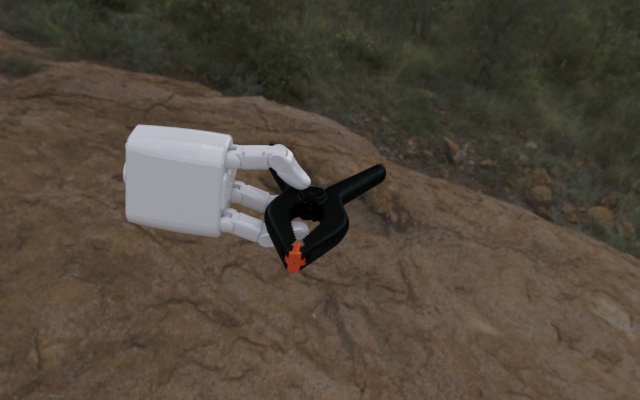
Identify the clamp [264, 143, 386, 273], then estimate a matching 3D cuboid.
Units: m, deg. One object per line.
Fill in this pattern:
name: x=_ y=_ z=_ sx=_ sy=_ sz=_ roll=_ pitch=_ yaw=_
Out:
clamp: x=0.000 y=0.001 z=0.558 sx=0.164 sy=0.036 sz=0.209 roll=6 pitch=38 yaw=-1
